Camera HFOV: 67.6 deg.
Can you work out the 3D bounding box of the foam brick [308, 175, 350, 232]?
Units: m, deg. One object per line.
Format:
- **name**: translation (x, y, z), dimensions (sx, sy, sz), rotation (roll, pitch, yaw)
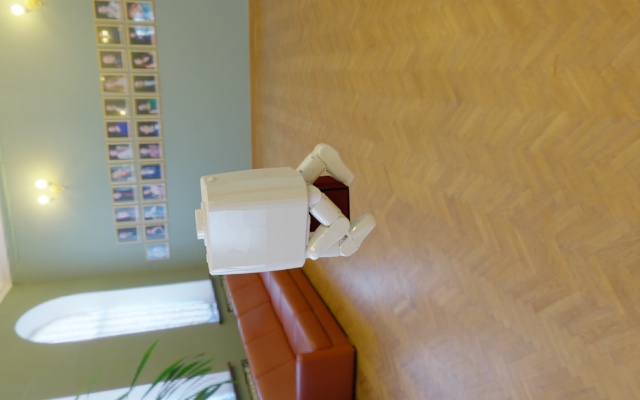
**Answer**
- **foam brick**: translation (0.000, 0.002, 0.597), dimensions (0.051, 0.053, 0.078), rotation (-7, 14, -16)
